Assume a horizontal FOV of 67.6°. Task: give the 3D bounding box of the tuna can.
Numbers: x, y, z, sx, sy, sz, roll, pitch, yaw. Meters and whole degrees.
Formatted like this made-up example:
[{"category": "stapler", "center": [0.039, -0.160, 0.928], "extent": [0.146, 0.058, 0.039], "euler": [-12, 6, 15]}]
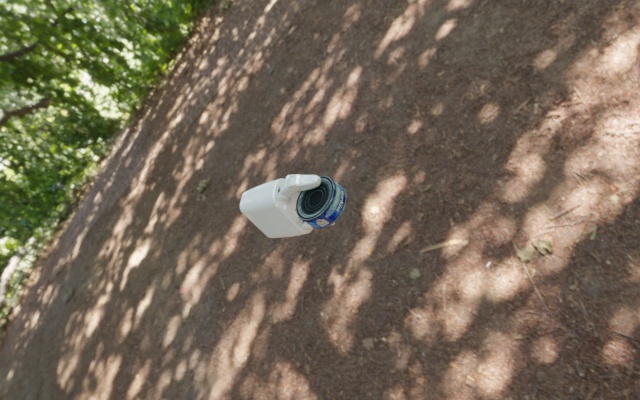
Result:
[{"category": "tuna can", "center": [0.000, 0.002, 0.796], "extent": [0.086, 0.086, 0.034], "euler": [0, -27, 45]}]
